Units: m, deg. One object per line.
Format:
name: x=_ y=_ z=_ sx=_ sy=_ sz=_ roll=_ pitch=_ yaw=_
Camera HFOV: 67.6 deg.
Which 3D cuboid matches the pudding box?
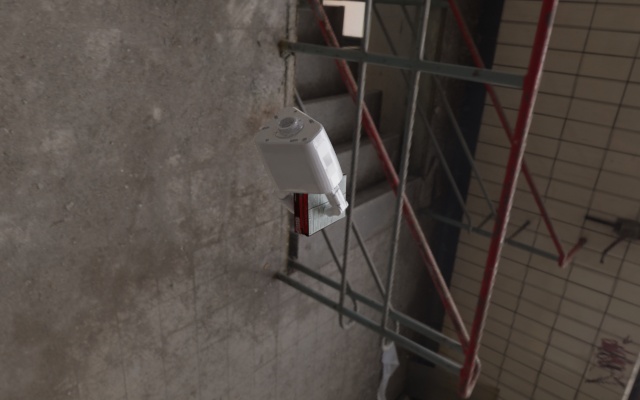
pudding box: x=0.000 y=0.003 z=0.852 sx=0.039 sy=0.090 sz=0.113 roll=19 pitch=29 yaw=37
